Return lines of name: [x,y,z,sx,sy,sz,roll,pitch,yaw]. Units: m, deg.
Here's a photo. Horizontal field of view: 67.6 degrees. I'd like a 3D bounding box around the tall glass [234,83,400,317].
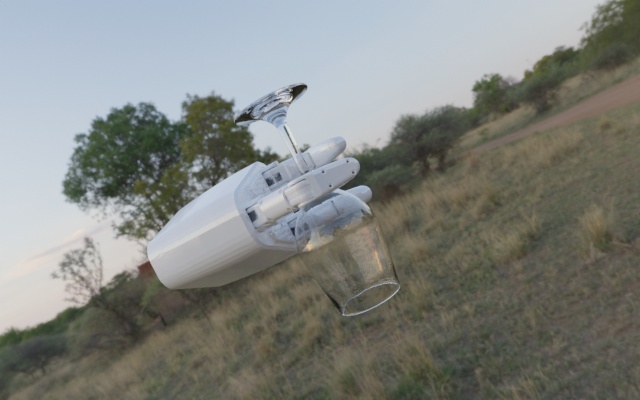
tall glass: [0.000,0.001,0.432,0.079,0.201,0.079,-27,0,0]
